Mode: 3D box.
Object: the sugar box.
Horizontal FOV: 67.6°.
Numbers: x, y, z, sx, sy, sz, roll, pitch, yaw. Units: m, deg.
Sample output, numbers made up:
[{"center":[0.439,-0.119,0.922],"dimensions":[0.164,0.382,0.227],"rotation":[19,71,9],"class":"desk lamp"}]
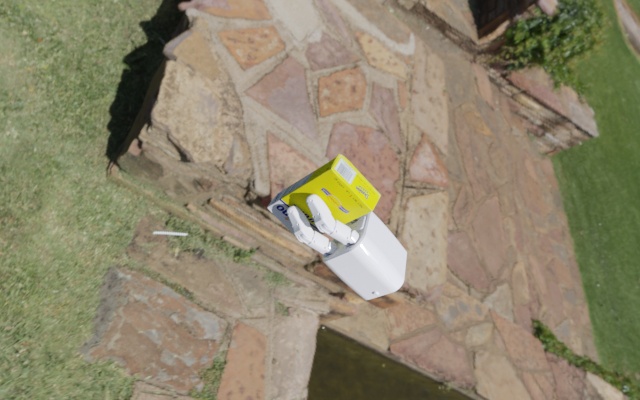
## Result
[{"center":[0.000,0.003,0.760],"dimensions":[0.176,0.093,0.048],"rotation":[-31,19,44],"class":"sugar box"}]
